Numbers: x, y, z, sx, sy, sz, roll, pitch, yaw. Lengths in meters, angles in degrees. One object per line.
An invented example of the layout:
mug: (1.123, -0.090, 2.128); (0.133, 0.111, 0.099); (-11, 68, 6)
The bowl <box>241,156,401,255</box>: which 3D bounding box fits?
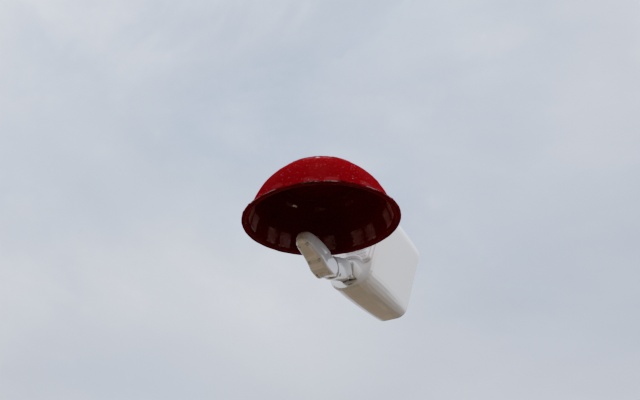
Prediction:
bowl: (0.000, 0.001, 0.495); (0.162, 0.055, 0.162); (-2, -29, -1)
